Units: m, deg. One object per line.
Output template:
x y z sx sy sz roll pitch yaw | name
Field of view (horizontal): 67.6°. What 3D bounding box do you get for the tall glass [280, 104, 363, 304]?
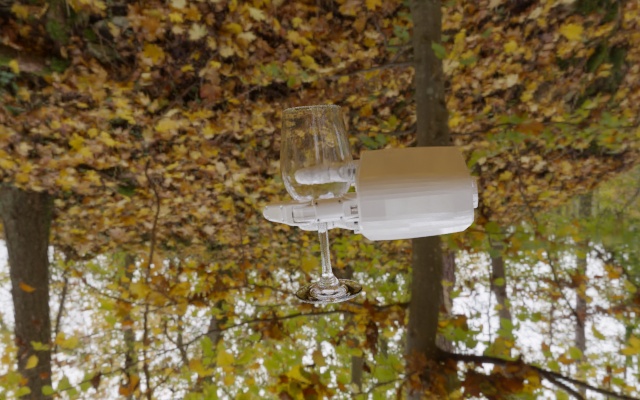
0.000 0.002 0.510 0.079 0.201 0.079 -6 8 1 | tall glass
